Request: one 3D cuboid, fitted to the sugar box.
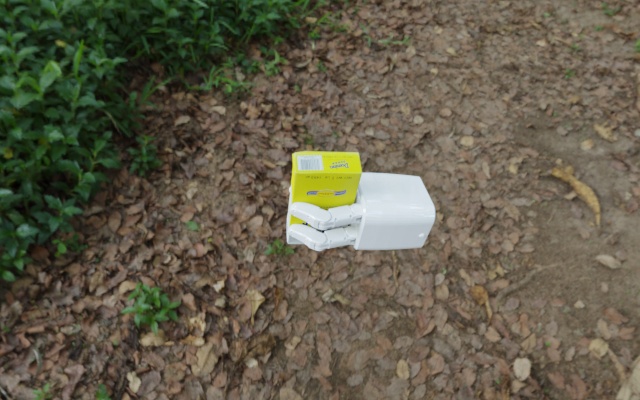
[{"bbox_3d":[0.000,0.003,0.707,0.093,0.048,0.176,0,-40,-7],"label":"sugar box"}]
